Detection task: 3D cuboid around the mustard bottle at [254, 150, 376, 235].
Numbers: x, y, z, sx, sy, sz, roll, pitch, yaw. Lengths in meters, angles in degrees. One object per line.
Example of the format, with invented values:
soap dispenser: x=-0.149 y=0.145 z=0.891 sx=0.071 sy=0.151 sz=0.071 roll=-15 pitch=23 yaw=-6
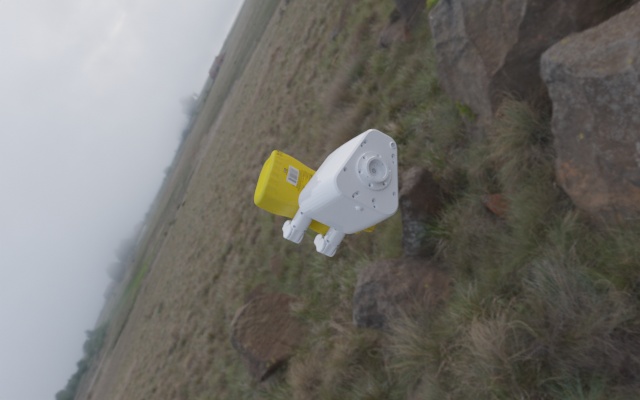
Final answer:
mustard bottle: x=0.000 y=0.002 z=0.718 sx=0.192 sy=0.096 sz=0.058 roll=25 pitch=-47 yaw=-17
